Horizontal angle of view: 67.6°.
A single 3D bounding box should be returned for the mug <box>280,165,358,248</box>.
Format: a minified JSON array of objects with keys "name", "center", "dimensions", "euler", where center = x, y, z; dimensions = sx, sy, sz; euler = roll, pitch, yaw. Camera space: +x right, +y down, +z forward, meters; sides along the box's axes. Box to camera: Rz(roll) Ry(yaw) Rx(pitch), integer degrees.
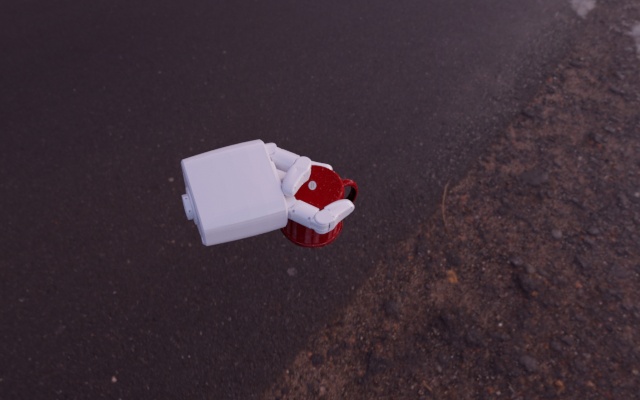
[{"name":"mug","center":[0.001,0.002,0.665],"dimensions":[0.117,0.093,0.082],"euler":[-16,-35,-18]}]
